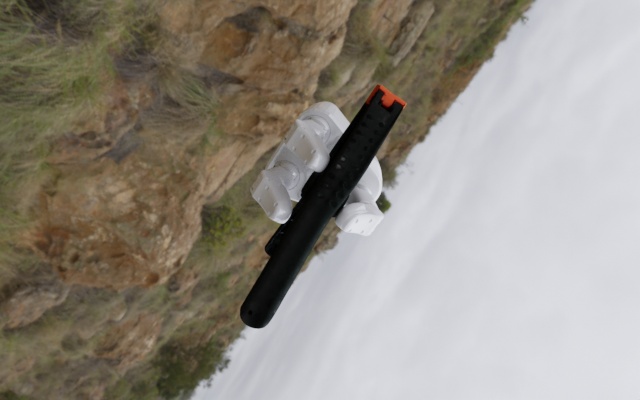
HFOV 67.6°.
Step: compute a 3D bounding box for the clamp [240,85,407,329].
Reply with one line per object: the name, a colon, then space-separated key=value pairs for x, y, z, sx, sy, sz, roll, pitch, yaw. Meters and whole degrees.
clamp: x=0.001 y=0.001 z=0.401 sx=0.036 sy=0.210 sz=0.164 roll=33 pitch=18 yaw=-7
